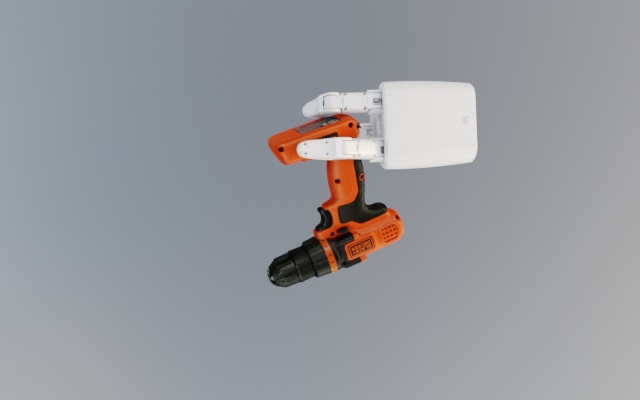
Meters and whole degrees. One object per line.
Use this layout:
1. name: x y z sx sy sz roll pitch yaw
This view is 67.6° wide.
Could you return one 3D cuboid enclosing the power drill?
1. power drill: 0.000 0.001 0.581 0.184 0.188 0.057 -23 25 -12
